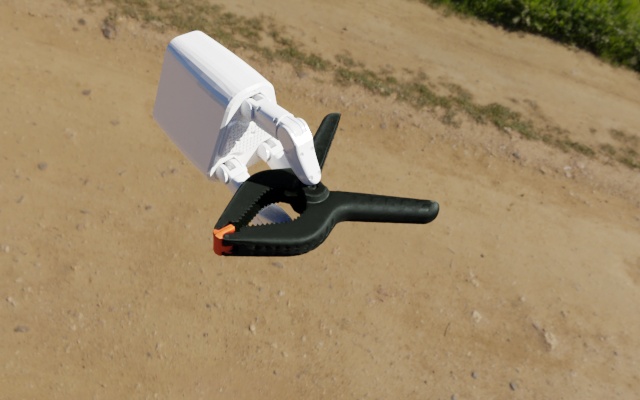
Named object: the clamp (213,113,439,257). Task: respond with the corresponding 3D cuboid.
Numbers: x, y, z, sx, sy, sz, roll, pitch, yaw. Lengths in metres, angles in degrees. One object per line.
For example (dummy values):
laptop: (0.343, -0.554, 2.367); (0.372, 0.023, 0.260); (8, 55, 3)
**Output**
clamp: (0.000, 0.001, 0.445); (0.164, 0.036, 0.210); (40, 53, 23)
